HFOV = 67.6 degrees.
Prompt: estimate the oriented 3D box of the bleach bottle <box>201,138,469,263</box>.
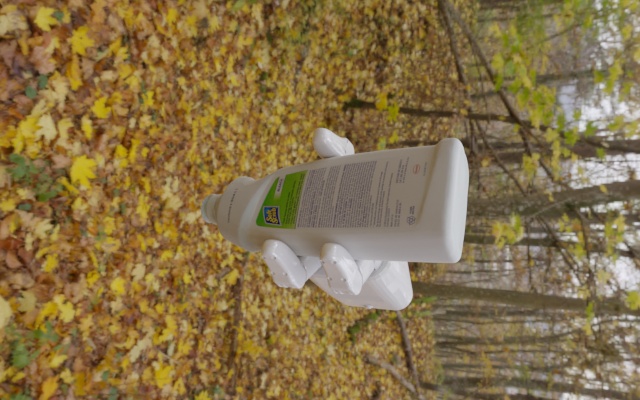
[{"bbox_3d":[0.000,0.002,0.438,0.251,0.102,0.068,0,-28,27],"label":"bleach bottle"}]
